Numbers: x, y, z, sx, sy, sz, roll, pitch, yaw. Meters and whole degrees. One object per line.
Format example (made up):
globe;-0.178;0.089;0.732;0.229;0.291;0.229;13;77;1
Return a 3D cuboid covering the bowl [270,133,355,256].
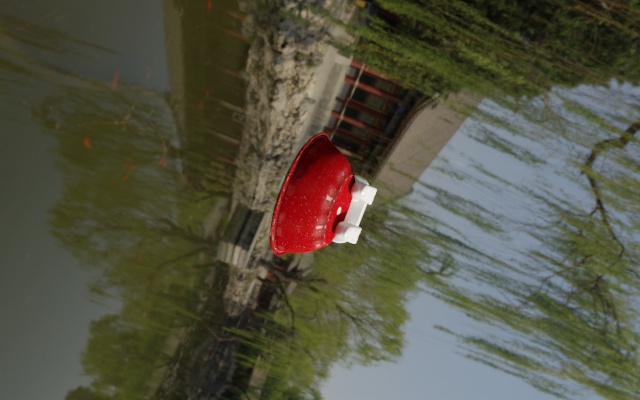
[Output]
bowl;0.000;0.002;0.584;0.055;0.162;0.162;22;6;15
